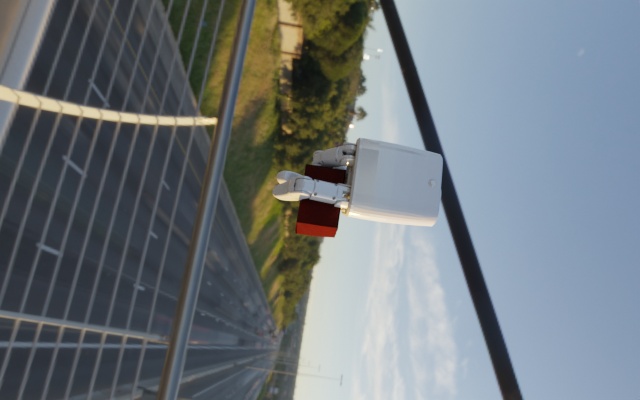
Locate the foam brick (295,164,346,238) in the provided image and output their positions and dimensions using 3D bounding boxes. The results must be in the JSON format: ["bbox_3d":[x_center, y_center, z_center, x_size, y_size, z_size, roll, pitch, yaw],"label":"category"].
[{"bbox_3d":[0.000,0.002,0.594,0.051,0.078,0.053,9,-18,-2],"label":"foam brick"}]
